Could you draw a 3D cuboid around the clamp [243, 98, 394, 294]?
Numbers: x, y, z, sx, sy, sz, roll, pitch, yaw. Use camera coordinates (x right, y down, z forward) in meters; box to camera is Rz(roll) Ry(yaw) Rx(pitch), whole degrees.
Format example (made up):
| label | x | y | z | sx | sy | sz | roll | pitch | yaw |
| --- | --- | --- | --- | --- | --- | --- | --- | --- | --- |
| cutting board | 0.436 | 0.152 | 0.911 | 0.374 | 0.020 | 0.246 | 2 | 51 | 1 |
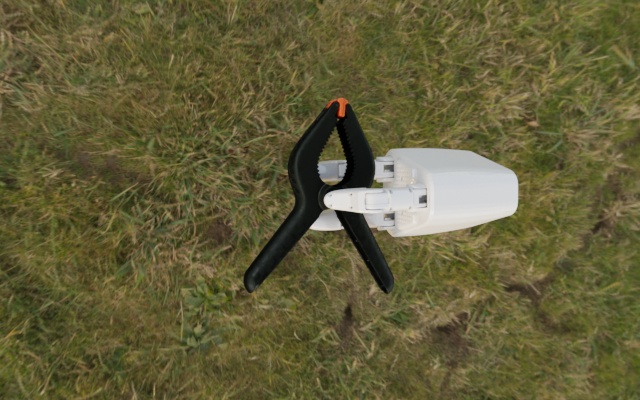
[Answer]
| label | x | y | z | sx | sy | sz | roll | pitch | yaw |
| --- | --- | --- | --- | --- | --- | --- | --- | --- | --- |
| clamp | 0.001 | 0.001 | 0.492 | 0.164 | 0.210 | 0.036 | -3 | 6 | -20 |
